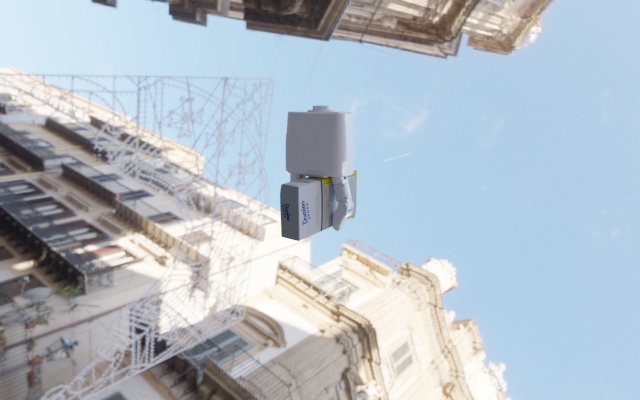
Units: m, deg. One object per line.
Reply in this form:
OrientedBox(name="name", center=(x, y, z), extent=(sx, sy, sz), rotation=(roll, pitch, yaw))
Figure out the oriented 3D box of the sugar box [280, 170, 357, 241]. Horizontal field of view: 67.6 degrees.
OrientedBox(name="sugar box", center=(0.000, 0.002, 0.833), extent=(0.048, 0.093, 0.176), rotation=(11, 17, 37))
